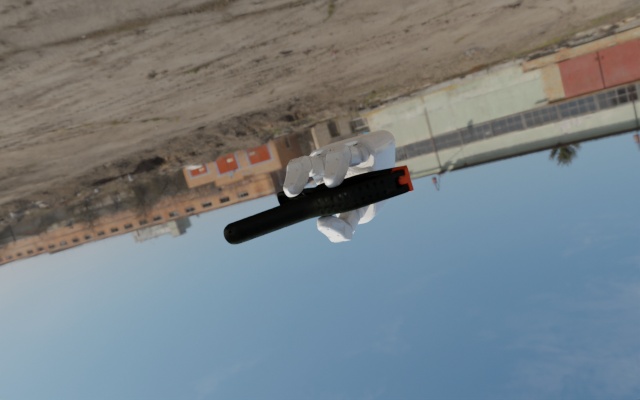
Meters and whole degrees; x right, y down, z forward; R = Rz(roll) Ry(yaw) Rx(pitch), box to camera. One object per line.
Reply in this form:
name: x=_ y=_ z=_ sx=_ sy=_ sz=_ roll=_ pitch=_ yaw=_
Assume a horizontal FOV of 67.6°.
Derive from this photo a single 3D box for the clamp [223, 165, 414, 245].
clamp: x=0.001 y=0.002 z=0.555 sx=0.210 sy=0.036 sz=0.164 roll=-12 pitch=12 yaw=29
